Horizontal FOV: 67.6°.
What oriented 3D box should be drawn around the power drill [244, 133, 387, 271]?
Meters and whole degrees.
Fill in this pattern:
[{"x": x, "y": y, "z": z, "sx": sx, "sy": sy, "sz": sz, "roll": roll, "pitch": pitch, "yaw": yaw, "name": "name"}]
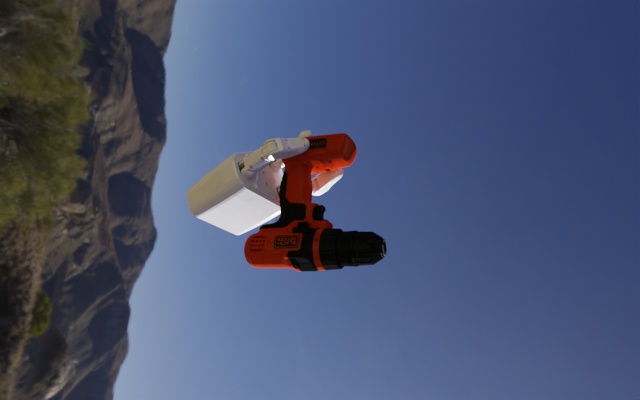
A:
[{"x": 0.000, "y": 0.002, "z": 0.622, "sx": 0.184, "sy": 0.187, "sz": 0.057, "roll": -3, "pitch": -33, "yaw": 20, "name": "power drill"}]
